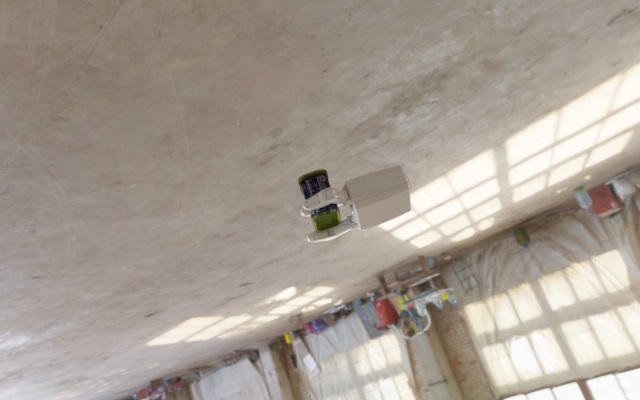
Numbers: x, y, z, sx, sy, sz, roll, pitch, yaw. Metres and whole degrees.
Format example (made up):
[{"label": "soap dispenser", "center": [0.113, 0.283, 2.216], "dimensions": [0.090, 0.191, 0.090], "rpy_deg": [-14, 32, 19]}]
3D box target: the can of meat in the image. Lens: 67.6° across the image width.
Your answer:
[{"label": "can of meat", "center": [0.000, 0.003, 0.876], "dimensions": [0.057, 0.084, 0.102], "rpy_deg": [-19, -19, -2]}]
